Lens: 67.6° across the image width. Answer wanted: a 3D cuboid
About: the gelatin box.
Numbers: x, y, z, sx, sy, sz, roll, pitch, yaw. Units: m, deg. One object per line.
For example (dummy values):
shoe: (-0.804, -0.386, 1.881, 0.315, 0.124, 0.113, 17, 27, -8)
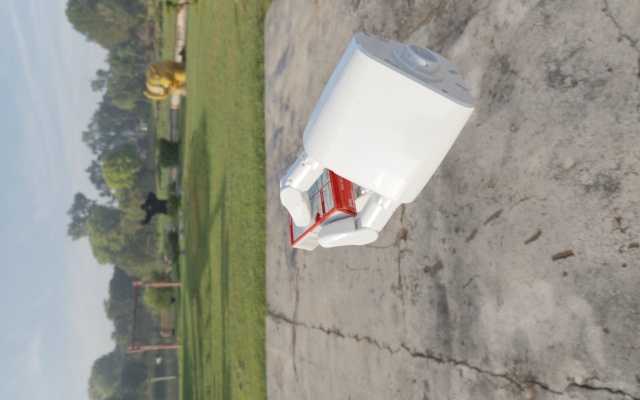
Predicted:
gelatin box: (0.000, 0.002, 0.512, 0.030, 0.073, 0.089, 16, -39, -30)
